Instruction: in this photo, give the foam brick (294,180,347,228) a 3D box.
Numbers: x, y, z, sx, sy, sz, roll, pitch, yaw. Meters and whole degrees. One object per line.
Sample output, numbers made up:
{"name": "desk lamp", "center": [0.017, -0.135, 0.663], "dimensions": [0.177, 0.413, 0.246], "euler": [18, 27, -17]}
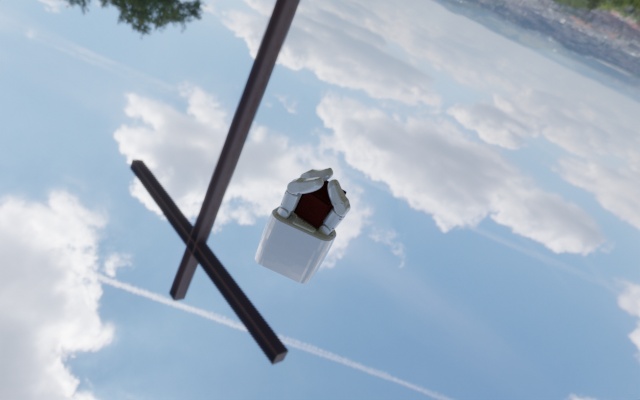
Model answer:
{"name": "foam brick", "center": [0.000, 0.003, 0.821], "dimensions": [0.053, 0.051, 0.078], "euler": [32, 27, 14]}
